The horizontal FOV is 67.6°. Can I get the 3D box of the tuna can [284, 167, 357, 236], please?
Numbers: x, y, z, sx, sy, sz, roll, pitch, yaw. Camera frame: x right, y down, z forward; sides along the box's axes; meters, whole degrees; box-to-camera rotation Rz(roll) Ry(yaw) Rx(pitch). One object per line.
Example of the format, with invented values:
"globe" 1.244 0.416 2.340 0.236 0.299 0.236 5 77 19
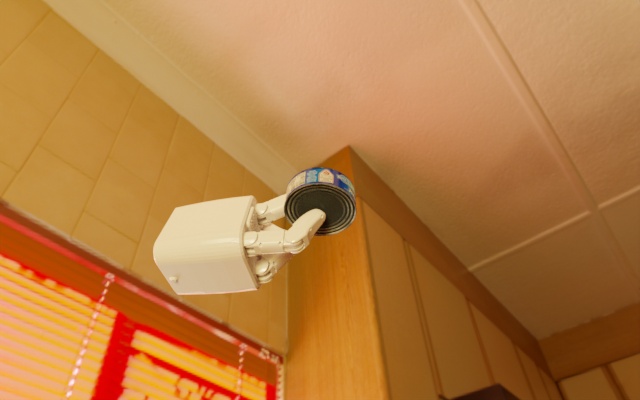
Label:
"tuna can" 0.000 0.001 0.572 0.086 0.086 0.033 0 43 3
